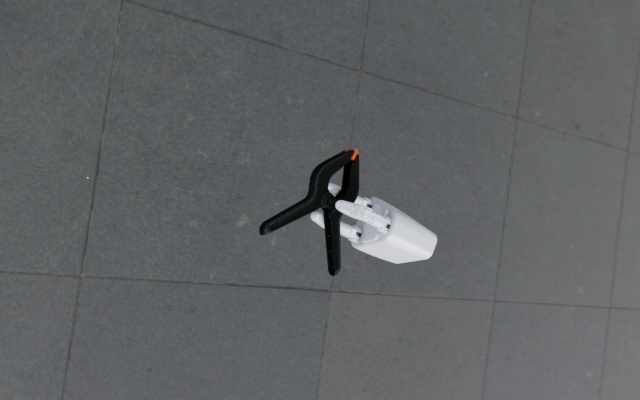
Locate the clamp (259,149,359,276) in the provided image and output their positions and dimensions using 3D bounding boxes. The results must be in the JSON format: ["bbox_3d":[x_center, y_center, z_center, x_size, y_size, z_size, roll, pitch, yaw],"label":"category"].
[{"bbox_3d":[0.001,0.002,0.784,0.164,0.210,0.036,26,-9,-31],"label":"clamp"}]
